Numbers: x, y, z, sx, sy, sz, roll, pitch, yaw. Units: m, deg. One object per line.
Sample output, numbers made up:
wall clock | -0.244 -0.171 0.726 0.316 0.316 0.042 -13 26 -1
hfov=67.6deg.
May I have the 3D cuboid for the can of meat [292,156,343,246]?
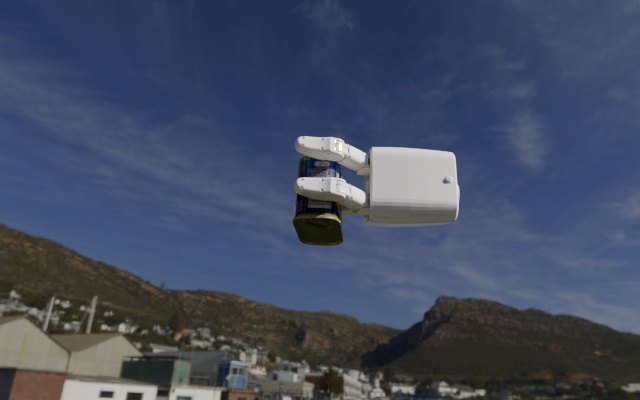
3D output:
can of meat | 0.000 0.002 0.608 0.057 0.084 0.102 1 -23 6
